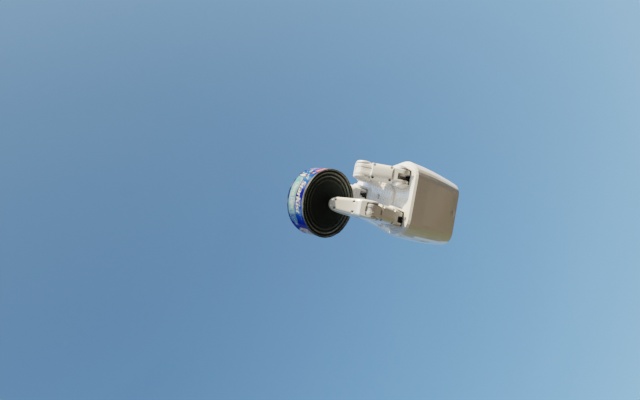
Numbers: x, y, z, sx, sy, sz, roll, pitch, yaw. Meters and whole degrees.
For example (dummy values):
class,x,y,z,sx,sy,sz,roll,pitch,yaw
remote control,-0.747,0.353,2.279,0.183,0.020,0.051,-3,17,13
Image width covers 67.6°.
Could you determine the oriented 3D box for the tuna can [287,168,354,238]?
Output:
class,x,y,z,sx,sy,sz,roll,pitch,yaw
tuna can,0.000,0.002,0.598,0.086,0.086,0.034,0,6,-43
